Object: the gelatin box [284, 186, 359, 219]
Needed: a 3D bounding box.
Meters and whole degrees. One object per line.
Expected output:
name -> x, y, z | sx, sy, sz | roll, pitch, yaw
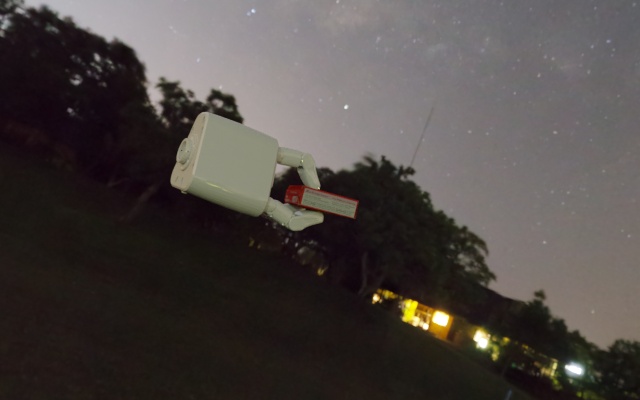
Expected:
gelatin box -> 0.001, 0.002, 0.690 | 0.089, 0.030, 0.073 | 14, -2, -19
